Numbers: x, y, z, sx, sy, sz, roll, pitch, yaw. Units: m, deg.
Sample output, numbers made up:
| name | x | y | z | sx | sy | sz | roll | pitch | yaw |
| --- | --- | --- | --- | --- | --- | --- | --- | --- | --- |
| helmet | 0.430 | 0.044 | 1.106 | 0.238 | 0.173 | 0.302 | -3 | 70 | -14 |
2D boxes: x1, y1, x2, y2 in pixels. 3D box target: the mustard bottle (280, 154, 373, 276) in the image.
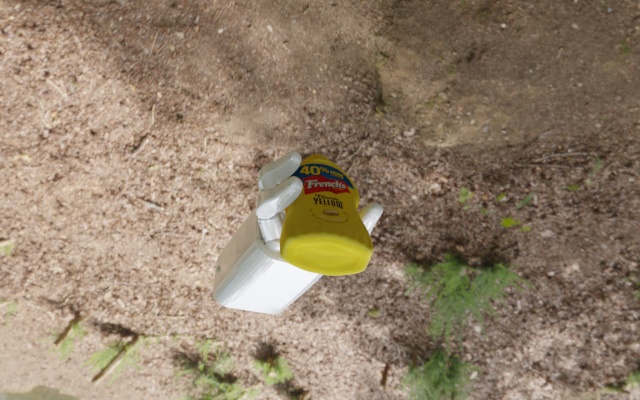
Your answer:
| name | x | y | z | sx | sy | sz | roll | pitch | yaw |
| --- | --- | --- | --- | --- | --- | --- | --- | --- | --- |
| mustard bottle | 0.000 | 0.002 | 0.564 | 0.096 | 0.058 | 0.191 | 9 | 35 | -12 |
